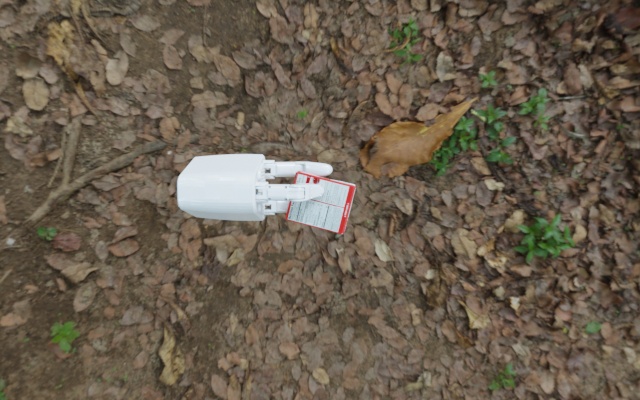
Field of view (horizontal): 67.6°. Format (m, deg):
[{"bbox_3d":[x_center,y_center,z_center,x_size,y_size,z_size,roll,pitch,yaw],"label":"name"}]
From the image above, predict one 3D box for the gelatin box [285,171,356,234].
[{"bbox_3d":[0.000,0.002,0.694,0.089,0.073,0.030,14,7,5],"label":"gelatin box"}]
